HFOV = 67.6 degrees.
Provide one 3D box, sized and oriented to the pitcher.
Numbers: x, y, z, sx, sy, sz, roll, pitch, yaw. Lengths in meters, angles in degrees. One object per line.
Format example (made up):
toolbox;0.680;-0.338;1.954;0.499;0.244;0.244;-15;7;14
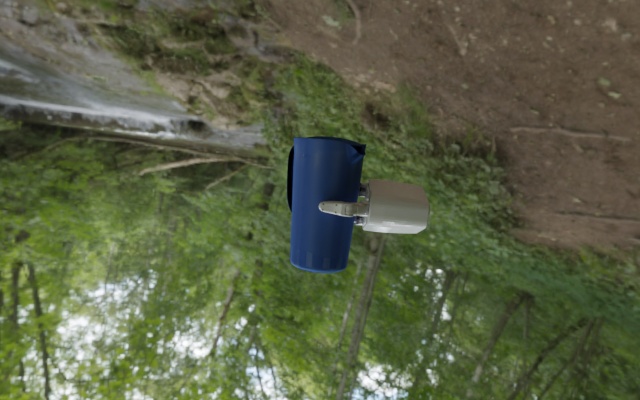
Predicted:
pitcher;0.000;0.003;0.889;0.145;0.243;0.149;6;5;0
